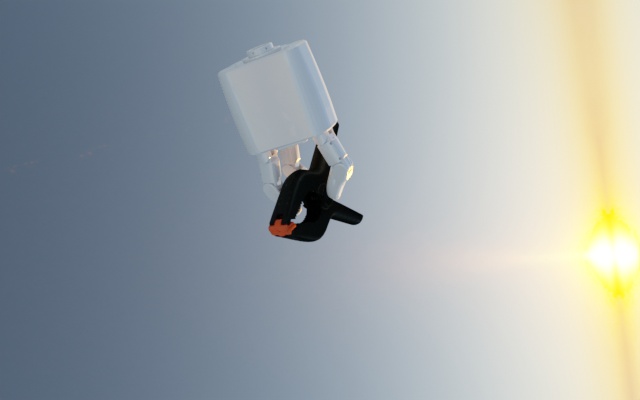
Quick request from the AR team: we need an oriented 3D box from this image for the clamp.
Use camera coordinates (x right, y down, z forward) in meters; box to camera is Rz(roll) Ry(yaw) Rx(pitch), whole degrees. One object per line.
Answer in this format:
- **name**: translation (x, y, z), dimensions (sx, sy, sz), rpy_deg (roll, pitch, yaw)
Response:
- **clamp**: translation (0.001, 0.002, 0.641), dimensions (0.036, 0.165, 0.210), rpy_deg (-7, 27, 30)
